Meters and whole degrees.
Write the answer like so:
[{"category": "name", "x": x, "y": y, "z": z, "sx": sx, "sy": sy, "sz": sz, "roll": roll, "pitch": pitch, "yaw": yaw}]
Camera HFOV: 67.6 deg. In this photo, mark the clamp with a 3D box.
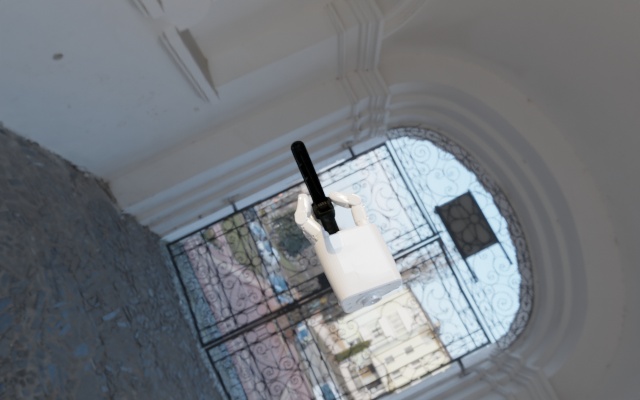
[{"category": "clamp", "x": 0.001, "y": 0.003, "z": 0.833, "sx": 0.036, "sy": 0.164, "sz": 0.210, "roll": -22, "pitch": -28, "yaw": -1}]
